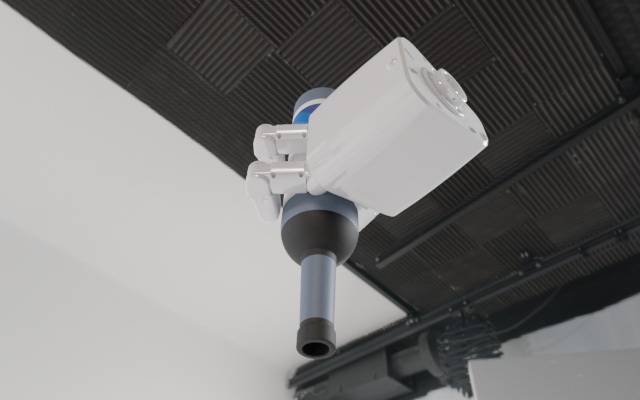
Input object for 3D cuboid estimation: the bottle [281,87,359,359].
[{"bbox_3d":[0.000,0.001,0.432,0.069,0.069,0.295,0,43,2],"label":"bottle"}]
